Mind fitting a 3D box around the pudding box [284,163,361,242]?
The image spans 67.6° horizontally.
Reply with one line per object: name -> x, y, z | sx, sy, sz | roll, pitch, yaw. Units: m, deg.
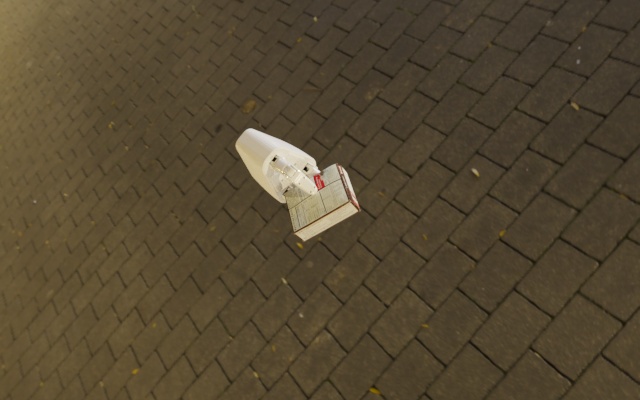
pudding box -> 0.000, 0.002, 0.790 | 0.113, 0.090, 0.039 | -31, -39, 17
